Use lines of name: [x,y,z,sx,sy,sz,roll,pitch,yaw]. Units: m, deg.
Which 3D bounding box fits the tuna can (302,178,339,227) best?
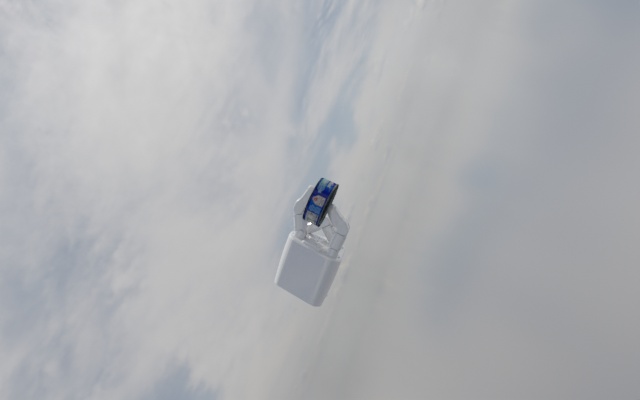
tuna can: [0.000,0.003,0.860,0.034,0.086,0.086,25,3,7]
